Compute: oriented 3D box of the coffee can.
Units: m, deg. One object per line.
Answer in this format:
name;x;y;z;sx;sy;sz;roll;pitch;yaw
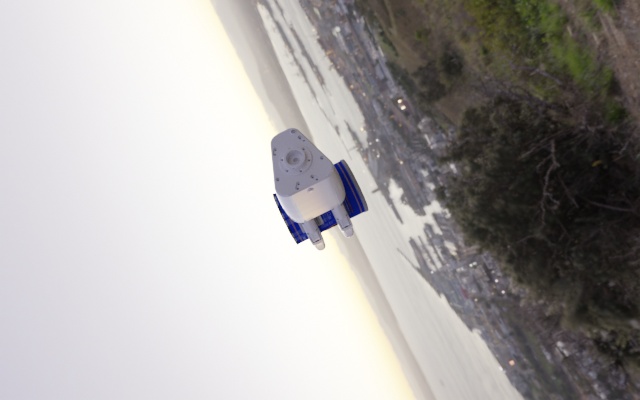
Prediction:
coffee can;0.000;0.003;0.847;0.140;0.103;0.103;-26;0;0
